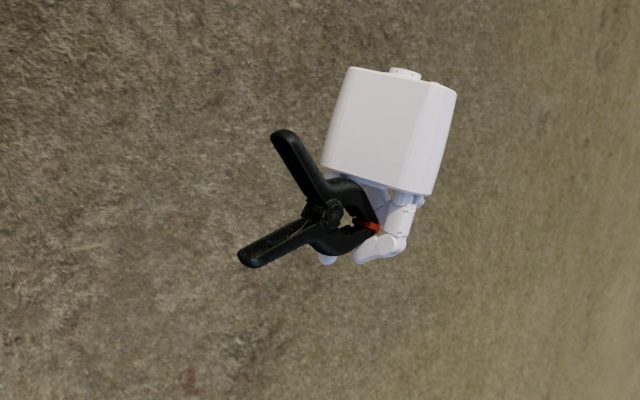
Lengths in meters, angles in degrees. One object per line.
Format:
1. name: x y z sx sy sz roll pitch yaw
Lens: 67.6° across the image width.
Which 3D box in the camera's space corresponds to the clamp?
1. clamp: 0.001 0.002 0.453 0.039 0.120 0.171 22 12 39
